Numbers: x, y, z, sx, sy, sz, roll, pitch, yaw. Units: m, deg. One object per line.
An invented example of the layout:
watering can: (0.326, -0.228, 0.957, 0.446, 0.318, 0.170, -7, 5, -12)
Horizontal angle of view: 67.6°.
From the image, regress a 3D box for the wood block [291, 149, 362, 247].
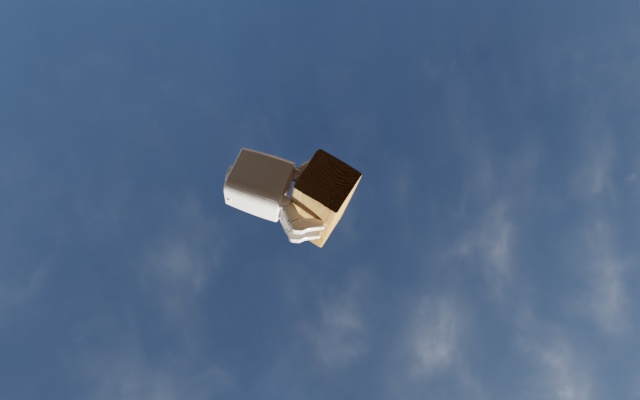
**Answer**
wood block: (0.000, 0.003, 0.899, 0.090, 0.090, 0.206, 31, -22, 5)
